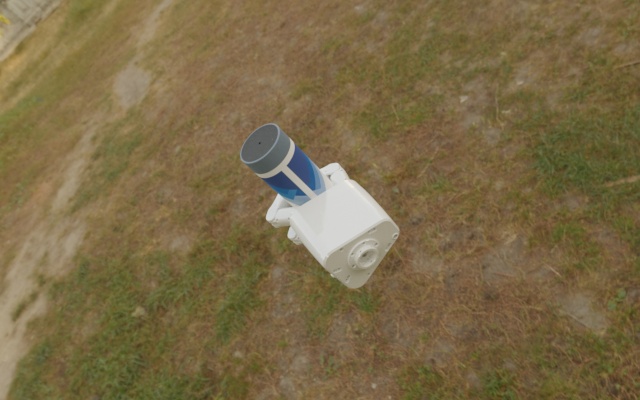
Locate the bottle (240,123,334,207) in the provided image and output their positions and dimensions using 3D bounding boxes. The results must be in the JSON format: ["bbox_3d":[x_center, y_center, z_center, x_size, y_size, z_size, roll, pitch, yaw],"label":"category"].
[{"bbox_3d":[0.000,0.002,0.723,0.069,0.069,0.296,0,-32,40],"label":"bottle"}]
